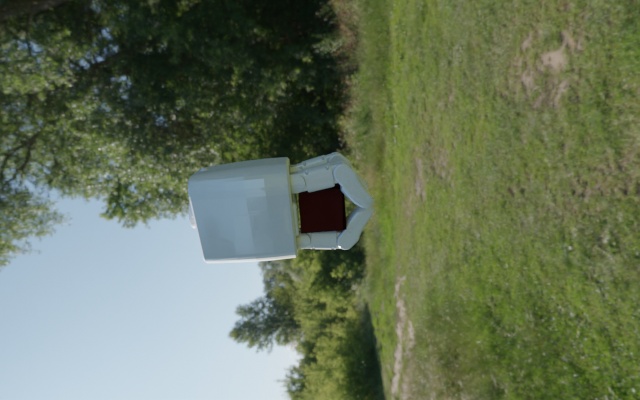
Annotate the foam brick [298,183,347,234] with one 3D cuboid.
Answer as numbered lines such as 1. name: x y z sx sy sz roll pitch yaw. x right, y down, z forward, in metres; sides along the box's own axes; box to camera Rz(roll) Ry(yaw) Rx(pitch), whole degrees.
1. foam brick: 0.000 0.002 0.560 0.051 0.053 0.078 -5 12 -2
